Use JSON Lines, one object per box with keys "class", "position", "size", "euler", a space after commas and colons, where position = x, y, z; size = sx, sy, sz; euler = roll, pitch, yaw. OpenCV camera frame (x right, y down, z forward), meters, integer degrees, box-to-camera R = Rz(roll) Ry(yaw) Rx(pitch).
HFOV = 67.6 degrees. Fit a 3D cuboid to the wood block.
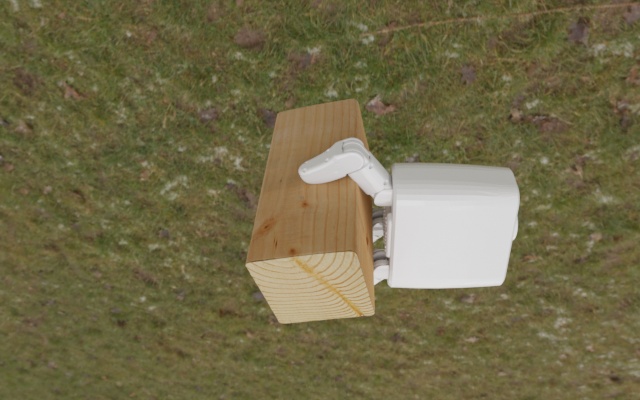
{"class": "wood block", "position": [0.000, 0.001, 0.462], "size": [0.090, 0.091, 0.206], "euler": [-8, 43, 12]}
